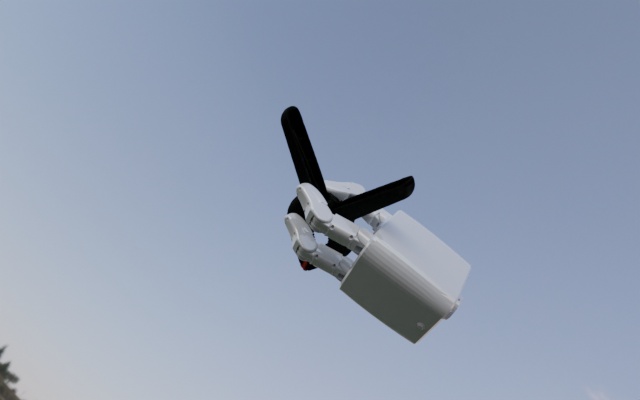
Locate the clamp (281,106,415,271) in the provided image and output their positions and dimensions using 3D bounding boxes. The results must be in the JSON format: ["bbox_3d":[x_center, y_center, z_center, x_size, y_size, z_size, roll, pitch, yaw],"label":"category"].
[{"bbox_3d":[0.001,0.002,0.558,0.164,0.210,0.036,39,46,13],"label":"clamp"}]
